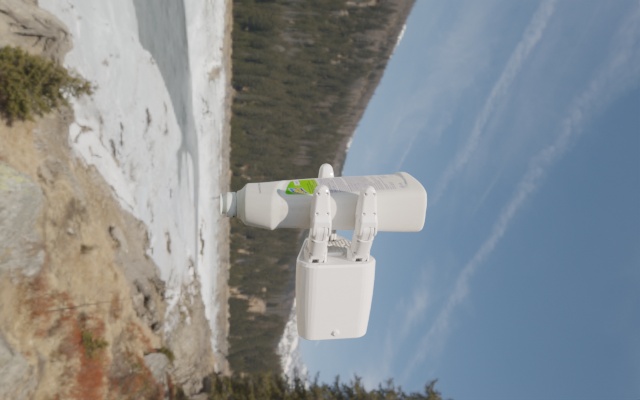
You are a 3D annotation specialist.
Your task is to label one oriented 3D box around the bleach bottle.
[{"bbox_3d":[0.000,0.002,0.610,0.251,0.068,0.102,0,17,-10],"label":"bleach bottle"}]
